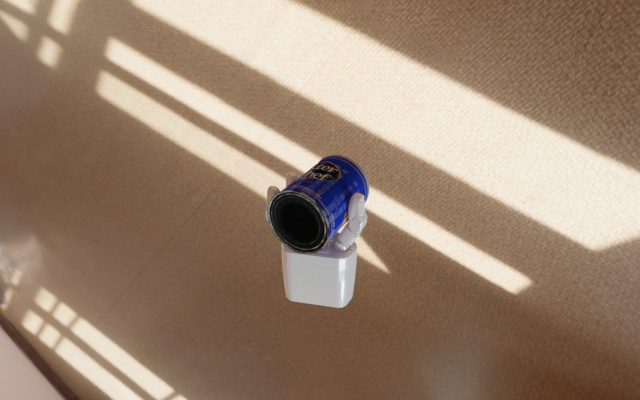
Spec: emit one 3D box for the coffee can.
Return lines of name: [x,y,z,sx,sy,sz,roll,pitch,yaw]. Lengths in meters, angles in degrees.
coffee can: [0.000,0.002,0.727,0.103,0.103,0.140,0,25,32]
